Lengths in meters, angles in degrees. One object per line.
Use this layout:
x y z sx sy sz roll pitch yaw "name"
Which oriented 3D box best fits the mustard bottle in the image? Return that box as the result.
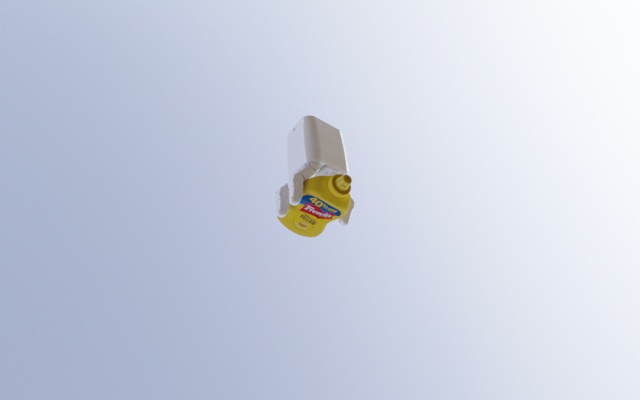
0.000 0.003 0.883 0.096 0.058 0.192 31 -38 -15 "mustard bottle"
